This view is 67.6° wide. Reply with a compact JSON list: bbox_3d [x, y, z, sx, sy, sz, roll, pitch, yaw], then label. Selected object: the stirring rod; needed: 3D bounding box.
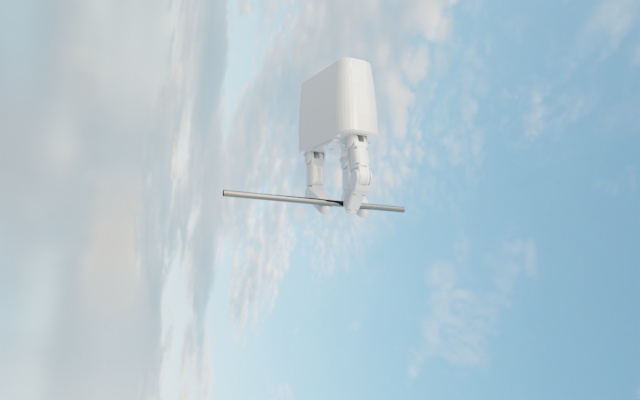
[{"bbox_3d":[0.000,0.002,0.588,0.239,0.011,0.011,5,-2,-23],"label":"stirring rod"}]
